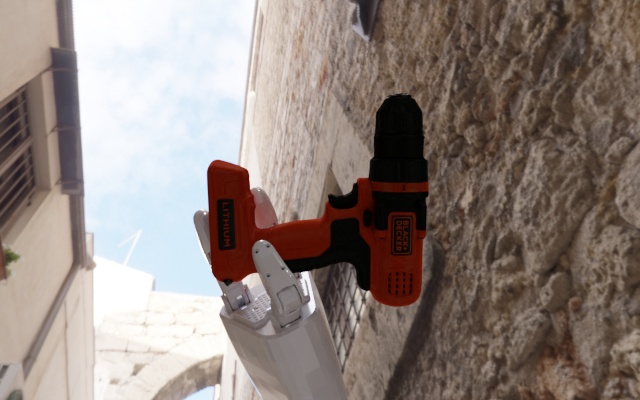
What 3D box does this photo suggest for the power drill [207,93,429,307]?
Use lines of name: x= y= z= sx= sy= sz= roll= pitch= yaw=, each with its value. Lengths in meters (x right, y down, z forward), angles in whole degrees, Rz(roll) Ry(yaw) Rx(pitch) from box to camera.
power drill: x=0.000 y=0.002 z=0.413 sx=0.187 sy=0.184 sz=0.057 roll=0 pitch=5 yaw=0
